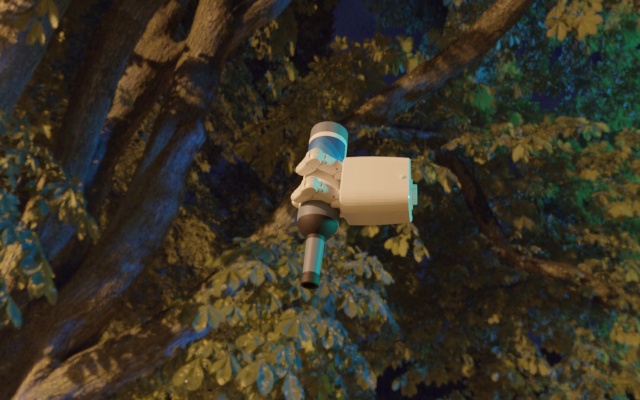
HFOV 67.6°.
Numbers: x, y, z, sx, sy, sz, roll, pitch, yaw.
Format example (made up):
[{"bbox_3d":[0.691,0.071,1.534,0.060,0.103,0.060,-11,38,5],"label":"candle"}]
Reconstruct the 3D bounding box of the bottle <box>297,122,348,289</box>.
[{"bbox_3d":[0.000,0.002,0.773,0.069,0.295,0.069,5,-34,3],"label":"bottle"}]
